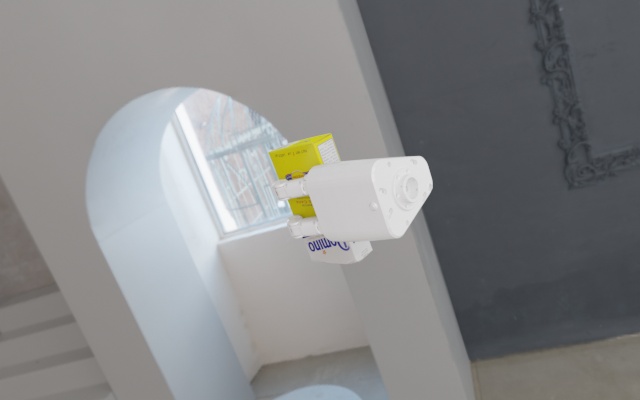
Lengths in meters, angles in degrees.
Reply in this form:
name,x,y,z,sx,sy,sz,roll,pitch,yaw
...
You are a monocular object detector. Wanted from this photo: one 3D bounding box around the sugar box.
name,x,y,z,sx,sy,sz,roll,pitch,yaw
sugar box,0.000,0.002,0.659,0.093,0.176,0.048,-5,20,46
